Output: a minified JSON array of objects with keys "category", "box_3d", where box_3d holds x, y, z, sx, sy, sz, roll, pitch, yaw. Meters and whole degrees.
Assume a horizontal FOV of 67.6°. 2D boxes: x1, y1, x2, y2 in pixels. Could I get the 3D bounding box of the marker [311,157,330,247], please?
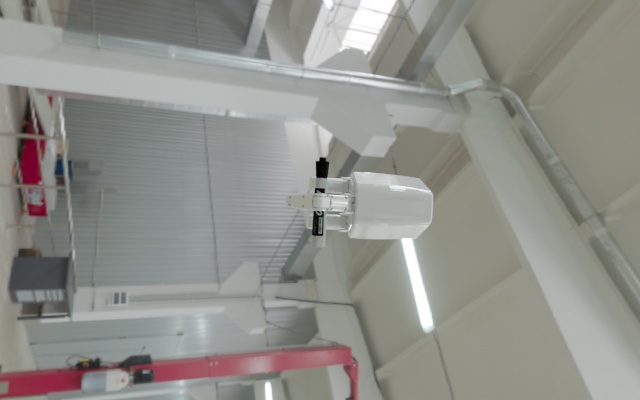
[{"category":"marker","box_3d":[0.000,0.002,0.645,0.020,0.121,0.020,3,0,0]}]
